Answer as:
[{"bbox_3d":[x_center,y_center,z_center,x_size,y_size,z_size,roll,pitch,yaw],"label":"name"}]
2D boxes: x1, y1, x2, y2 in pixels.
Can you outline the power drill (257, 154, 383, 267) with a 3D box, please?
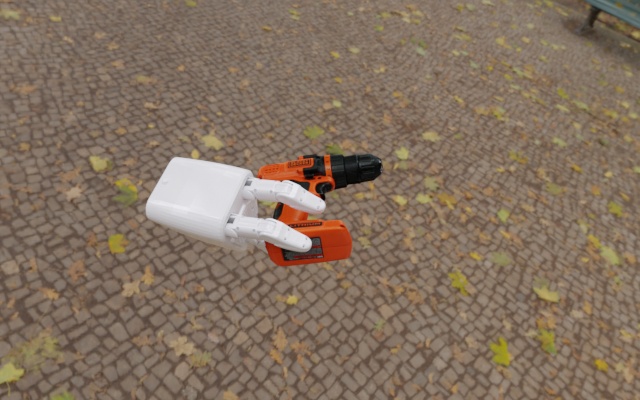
[{"bbox_3d":[0.000,0.002,0.646,0.184,0.057,0.187,-9,35,6],"label":"power drill"}]
